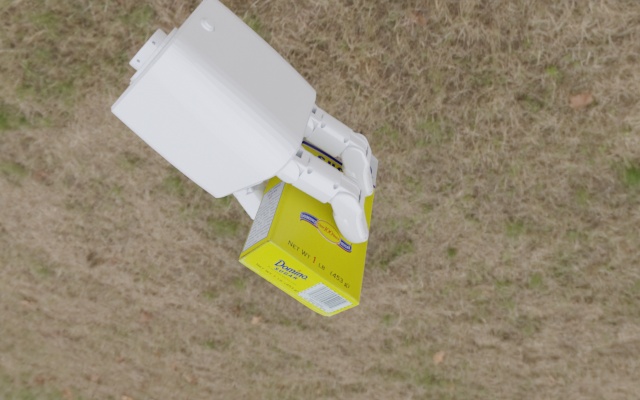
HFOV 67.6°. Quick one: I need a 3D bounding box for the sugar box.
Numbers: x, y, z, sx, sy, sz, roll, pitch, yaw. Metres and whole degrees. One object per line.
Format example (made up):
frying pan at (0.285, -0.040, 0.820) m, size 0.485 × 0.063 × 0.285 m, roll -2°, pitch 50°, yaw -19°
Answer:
sugar box at (0.000, 0.001, 0.415) m, size 0.093 × 0.176 × 0.048 m, roll 39°, pitch -48°, yaw -24°
